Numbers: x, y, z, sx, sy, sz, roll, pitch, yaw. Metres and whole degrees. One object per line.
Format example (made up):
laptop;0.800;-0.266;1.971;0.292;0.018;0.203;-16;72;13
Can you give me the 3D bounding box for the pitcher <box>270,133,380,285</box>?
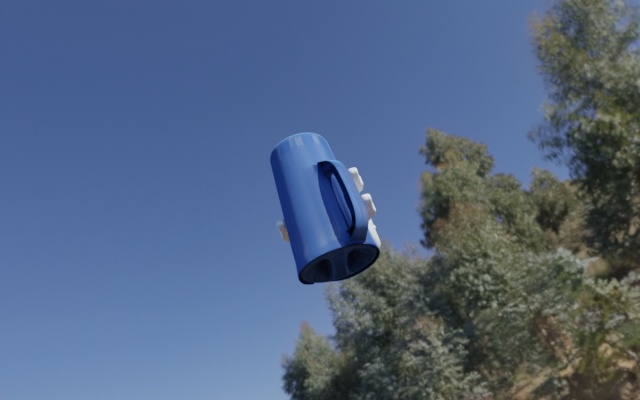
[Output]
pitcher;0.000;0.003;0.786;0.149;0.242;0.145;-27;-30;12
